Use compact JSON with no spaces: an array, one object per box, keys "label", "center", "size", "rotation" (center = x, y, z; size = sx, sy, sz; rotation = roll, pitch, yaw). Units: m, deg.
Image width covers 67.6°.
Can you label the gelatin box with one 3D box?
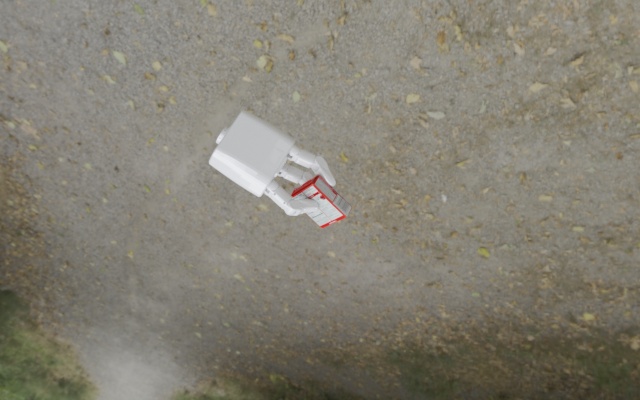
[{"label":"gelatin box","center":[0.000,0.003,0.851],"size":[0.073,0.089,0.030],"rotation":[-29,23,47]}]
